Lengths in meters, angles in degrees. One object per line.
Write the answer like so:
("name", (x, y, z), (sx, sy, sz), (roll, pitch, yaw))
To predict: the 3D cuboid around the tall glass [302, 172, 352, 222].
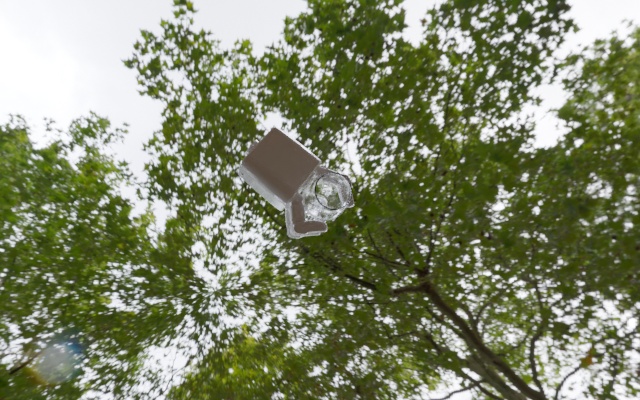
("tall glass", (0.000, 0.003, 0.851), (0.079, 0.079, 0.201), (0, -10, -13))
